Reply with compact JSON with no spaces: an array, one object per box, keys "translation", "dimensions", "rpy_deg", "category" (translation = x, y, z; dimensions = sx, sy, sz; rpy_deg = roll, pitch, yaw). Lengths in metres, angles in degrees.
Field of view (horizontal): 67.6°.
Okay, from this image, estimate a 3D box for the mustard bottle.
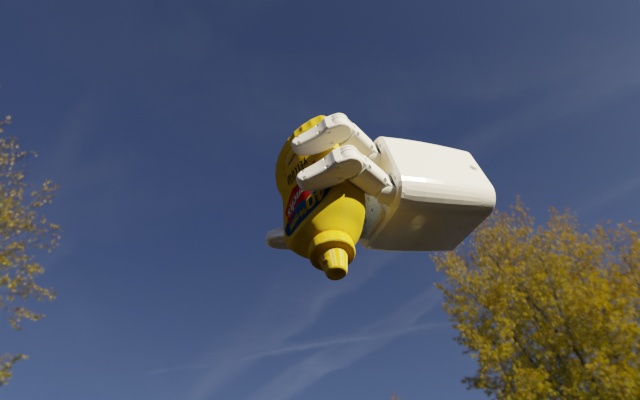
[{"translation":[0.000,0.001,0.472],"dimensions":[0.058,0.096,0.191],"rpy_deg":[28,29,-30],"category":"mustard bottle"}]
